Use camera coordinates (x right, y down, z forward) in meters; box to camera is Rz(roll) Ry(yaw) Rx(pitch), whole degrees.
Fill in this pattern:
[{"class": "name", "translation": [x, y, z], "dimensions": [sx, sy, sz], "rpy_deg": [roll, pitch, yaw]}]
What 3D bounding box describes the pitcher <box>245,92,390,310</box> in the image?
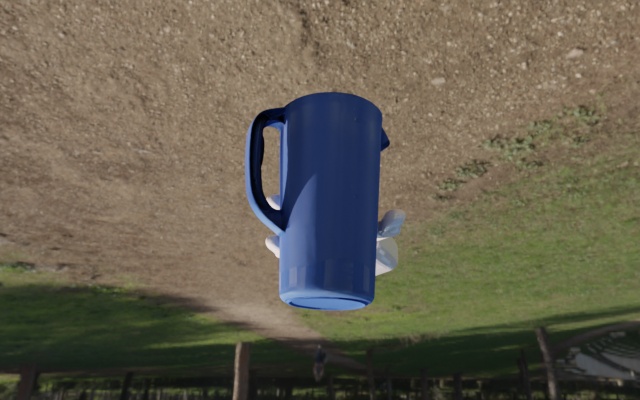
[{"class": "pitcher", "translation": [0.000, 0.002, 0.574], "dimensions": [0.149, 0.242, 0.145], "rpy_deg": [-6, -22, 20]}]
